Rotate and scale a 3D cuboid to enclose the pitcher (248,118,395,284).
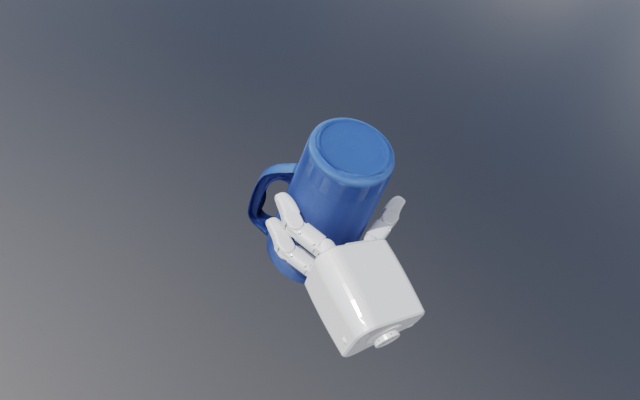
[{"bbox_3d":[0.000,0.002,0.653,0.149,0.145,0.243,-14,-30,-26],"label":"pitcher"}]
